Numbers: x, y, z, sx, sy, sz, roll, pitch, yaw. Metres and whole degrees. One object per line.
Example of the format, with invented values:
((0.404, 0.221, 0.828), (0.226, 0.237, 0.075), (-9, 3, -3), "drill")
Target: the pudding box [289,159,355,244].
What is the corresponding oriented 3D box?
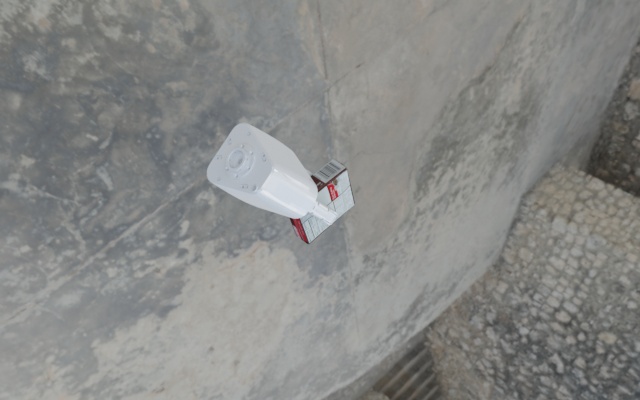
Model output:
((0.000, 0.003, 0.762), (0.113, 0.090, 0.039), (-38, 51, -20), "pudding box")
